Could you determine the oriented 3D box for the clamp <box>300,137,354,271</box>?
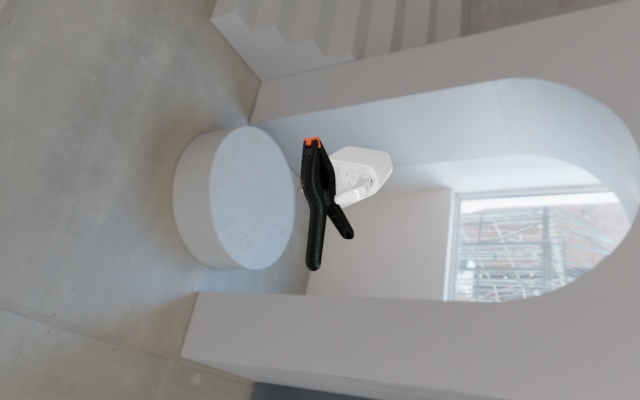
[{"bbox_3d":[0.001,0.002,0.791,0.036,0.210,0.164,-5,20,26],"label":"clamp"}]
